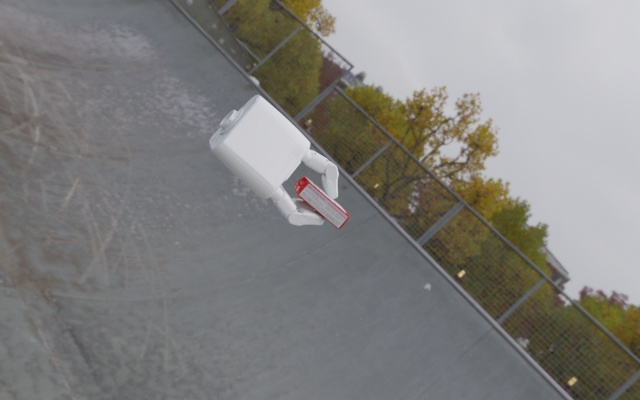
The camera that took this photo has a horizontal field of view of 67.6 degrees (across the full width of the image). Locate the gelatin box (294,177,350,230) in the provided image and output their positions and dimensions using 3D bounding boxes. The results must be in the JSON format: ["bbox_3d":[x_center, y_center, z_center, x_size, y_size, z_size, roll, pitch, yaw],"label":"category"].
[{"bbox_3d":[0.001,0.002,0.755,0.089,0.030,0.073,40,3,-11],"label":"gelatin box"}]
